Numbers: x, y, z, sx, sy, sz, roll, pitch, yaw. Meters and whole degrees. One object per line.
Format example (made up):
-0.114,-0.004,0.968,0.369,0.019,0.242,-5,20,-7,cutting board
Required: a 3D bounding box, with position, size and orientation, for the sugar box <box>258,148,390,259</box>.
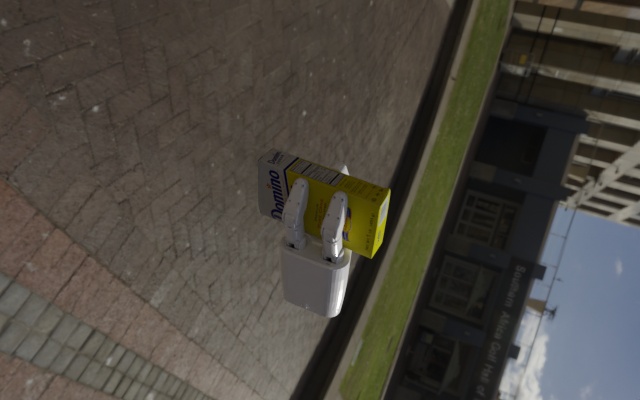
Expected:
0.000,0.003,0.633,0.176,0.093,0.048,18,40,18,sugar box
